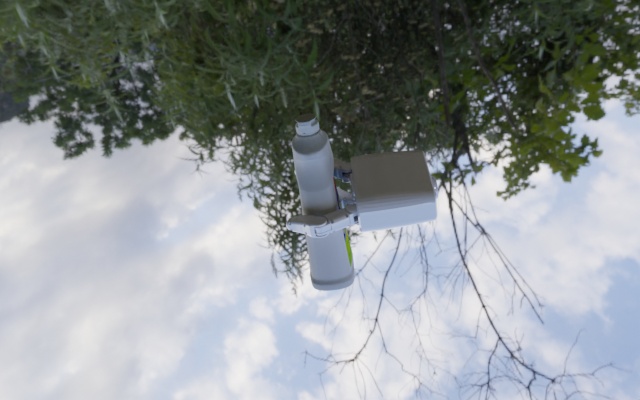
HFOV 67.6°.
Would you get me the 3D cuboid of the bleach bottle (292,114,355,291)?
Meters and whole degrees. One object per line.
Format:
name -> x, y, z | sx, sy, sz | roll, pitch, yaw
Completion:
bleach bottle -> 0.000, 0.002, 0.680 | 0.068, 0.251, 0.102 | -8, 31, 5
